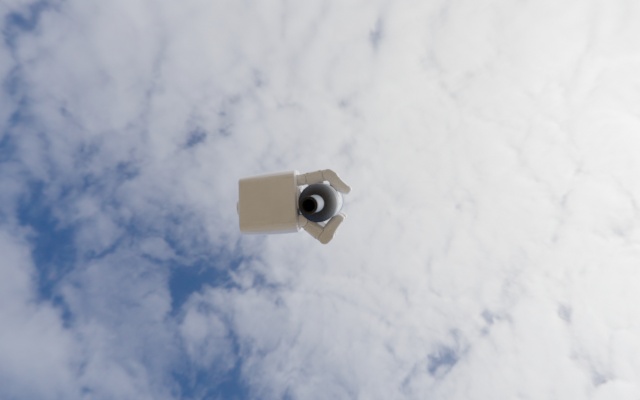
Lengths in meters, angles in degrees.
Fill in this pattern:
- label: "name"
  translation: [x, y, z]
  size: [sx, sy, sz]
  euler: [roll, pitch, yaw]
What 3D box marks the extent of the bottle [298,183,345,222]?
- label: "bottle"
  translation: [0.000, 0.003, 0.838]
  size: [0.069, 0.069, 0.295]
  euler: [0, 2, 7]
